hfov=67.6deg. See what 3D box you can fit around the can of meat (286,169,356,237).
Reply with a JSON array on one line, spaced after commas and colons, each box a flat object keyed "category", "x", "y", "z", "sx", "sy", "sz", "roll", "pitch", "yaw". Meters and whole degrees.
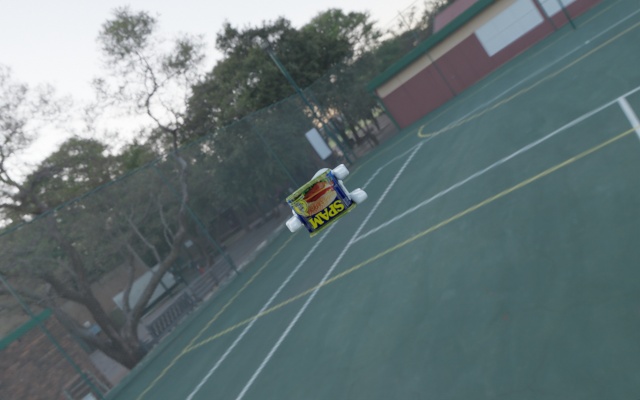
[{"category": "can of meat", "x": 0.000, "y": 0.003, "z": 0.871, "sx": 0.102, "sy": 0.084, "sz": 0.057, "roll": -35, "pitch": 5, "yaw": 11}]
